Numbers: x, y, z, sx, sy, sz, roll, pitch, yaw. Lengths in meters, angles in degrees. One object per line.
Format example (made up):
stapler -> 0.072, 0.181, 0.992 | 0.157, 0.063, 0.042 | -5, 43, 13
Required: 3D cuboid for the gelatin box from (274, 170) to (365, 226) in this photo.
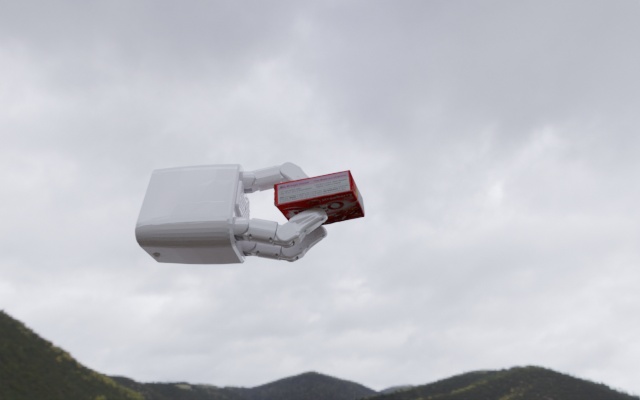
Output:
gelatin box -> 0.000, 0.001, 0.539 | 0.089, 0.030, 0.073 | -11, -27, 11
